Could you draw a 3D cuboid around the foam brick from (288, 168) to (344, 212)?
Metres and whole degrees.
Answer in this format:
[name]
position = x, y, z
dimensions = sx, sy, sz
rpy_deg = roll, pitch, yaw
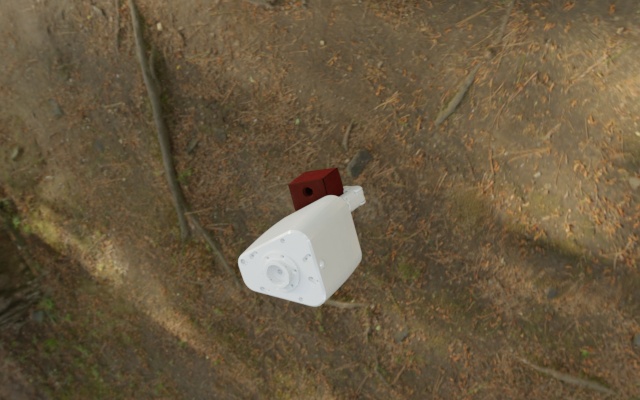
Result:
[foam brick]
position = 0.000, 0.002, 0.630
dimensions = 0.053, 0.078, 0.051
rpy_deg = -8, 16, 29
